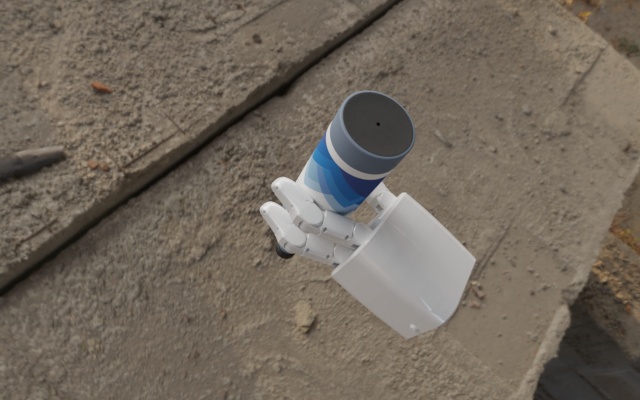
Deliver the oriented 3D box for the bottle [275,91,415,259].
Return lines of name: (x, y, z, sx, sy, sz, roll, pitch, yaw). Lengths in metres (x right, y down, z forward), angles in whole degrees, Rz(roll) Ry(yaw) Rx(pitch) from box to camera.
bottle: (0.000, 0.001, 0.506, 0.069, 0.069, 0.296, 0, -25, -20)
